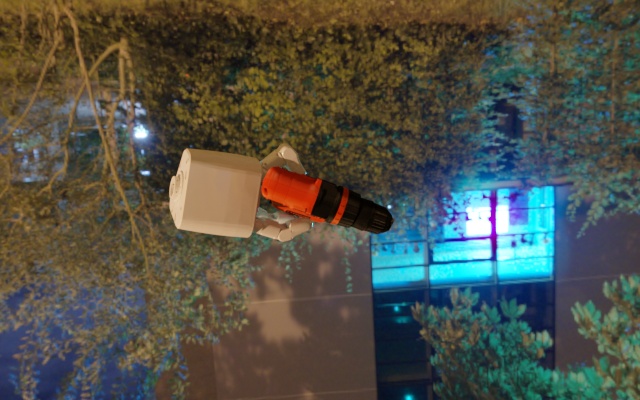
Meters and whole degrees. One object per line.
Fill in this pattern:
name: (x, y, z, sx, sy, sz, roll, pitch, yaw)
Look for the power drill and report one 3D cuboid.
power drill: (0.000, 0.002, 0.707, 0.184, 0.057, 0.187, 21, -6, -9)
